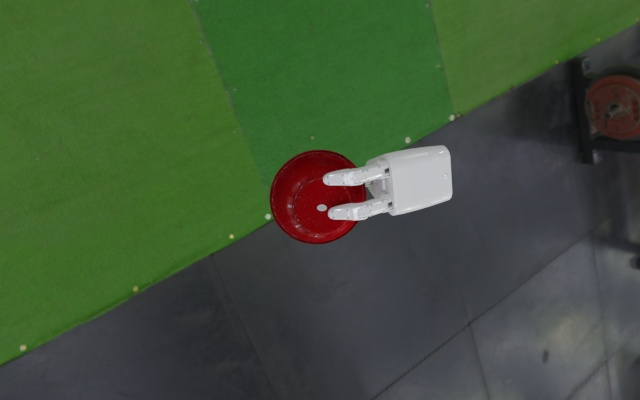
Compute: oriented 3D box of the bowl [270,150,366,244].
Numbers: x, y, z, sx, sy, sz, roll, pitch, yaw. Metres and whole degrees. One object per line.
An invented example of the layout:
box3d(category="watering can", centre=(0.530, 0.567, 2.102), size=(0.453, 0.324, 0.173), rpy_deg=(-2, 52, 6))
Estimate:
box3d(category="bowl", centre=(-0.001, 0.003, 0.762), size=(0.162, 0.162, 0.055), rpy_deg=(0, 15, -8))
